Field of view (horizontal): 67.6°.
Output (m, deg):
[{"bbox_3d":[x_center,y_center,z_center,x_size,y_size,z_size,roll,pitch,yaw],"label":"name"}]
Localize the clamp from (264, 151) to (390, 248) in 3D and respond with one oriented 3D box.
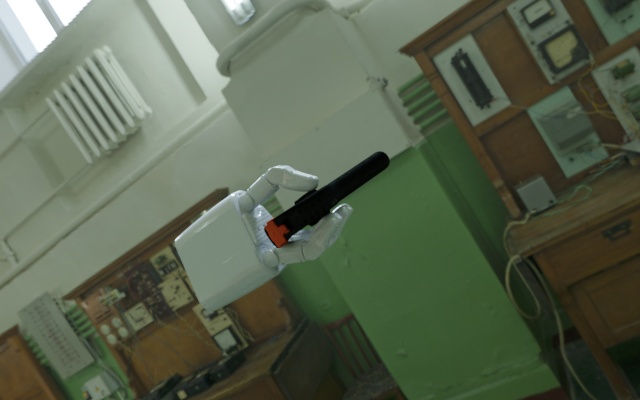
[{"bbox_3d":[-0.001,0.001,0.560,0.164,0.036,0.210,-36,-1,20],"label":"clamp"}]
